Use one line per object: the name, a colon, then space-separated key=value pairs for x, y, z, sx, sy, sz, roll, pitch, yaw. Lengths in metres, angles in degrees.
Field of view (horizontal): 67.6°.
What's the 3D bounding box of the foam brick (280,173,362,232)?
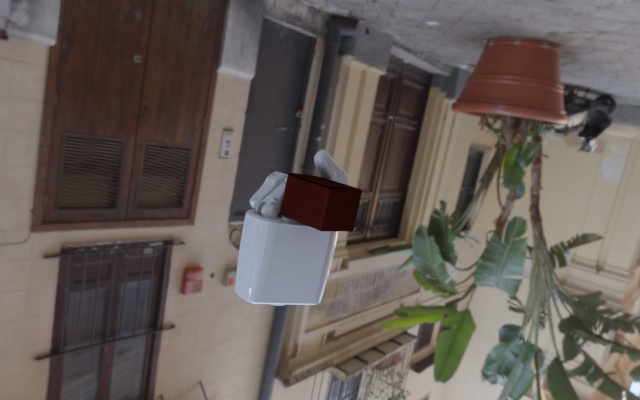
foam brick: x=0.000 y=0.002 z=0.554 sx=0.053 sy=0.051 sz=0.078 roll=5 pitch=10 yaw=-43
